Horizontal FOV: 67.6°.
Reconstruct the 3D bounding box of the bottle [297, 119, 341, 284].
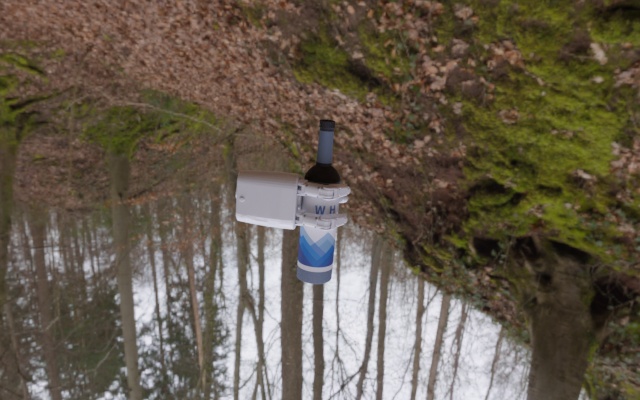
[{"bbox_3d":[0.000,0.003,0.865,0.069,0.296,0.069,5,15,-1],"label":"bottle"}]
